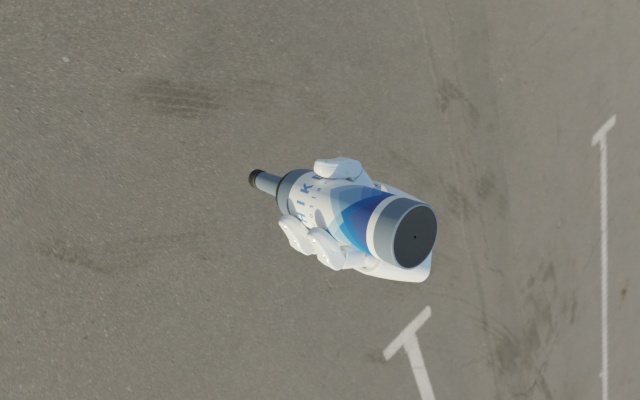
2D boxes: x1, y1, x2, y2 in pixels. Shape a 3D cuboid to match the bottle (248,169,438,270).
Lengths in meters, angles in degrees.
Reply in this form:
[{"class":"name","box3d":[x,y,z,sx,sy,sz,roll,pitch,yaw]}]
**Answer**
[{"class":"bottle","box3d":[0.000,0.002,0.564,0.069,0.069,0.295,0,13,-39]}]
